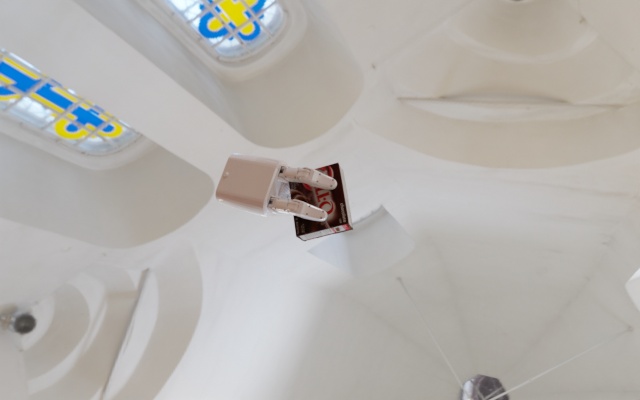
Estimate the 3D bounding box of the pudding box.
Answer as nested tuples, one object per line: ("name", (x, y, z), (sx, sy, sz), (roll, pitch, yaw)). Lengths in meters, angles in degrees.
("pudding box", (0.000, 0.003, 0.783), (0.090, 0.113, 0.039), (-15, -23, 14))
